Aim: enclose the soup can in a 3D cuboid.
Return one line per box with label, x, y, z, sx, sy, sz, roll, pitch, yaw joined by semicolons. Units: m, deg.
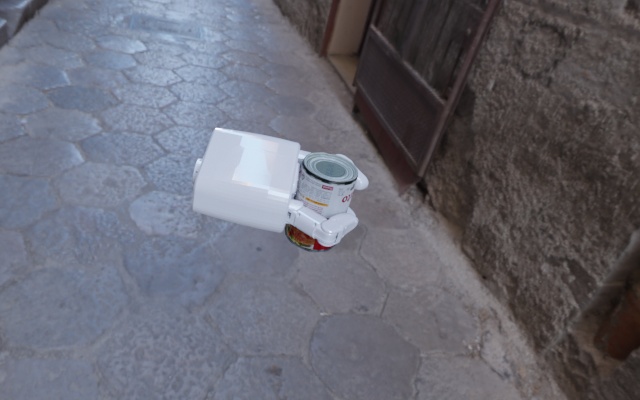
soup can;0.001;0.002;0.571;0.068;0.102;0.068;11;33;-7
